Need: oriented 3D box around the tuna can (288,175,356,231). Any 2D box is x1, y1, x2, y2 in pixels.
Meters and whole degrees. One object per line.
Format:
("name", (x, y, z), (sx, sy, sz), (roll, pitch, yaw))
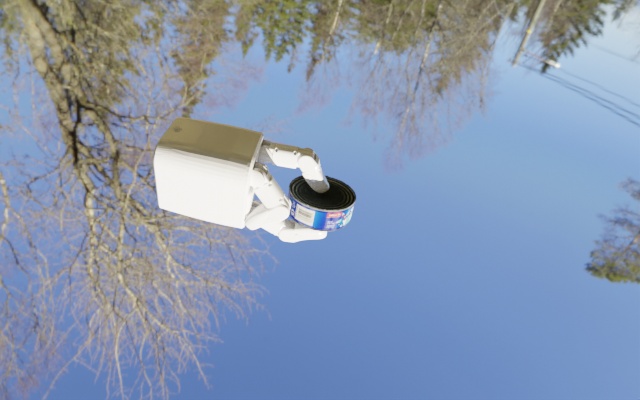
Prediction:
("tuna can", (0.000, 0.002, 0.607), (0.086, 0.034, 0.086), (9, 31, -5))
